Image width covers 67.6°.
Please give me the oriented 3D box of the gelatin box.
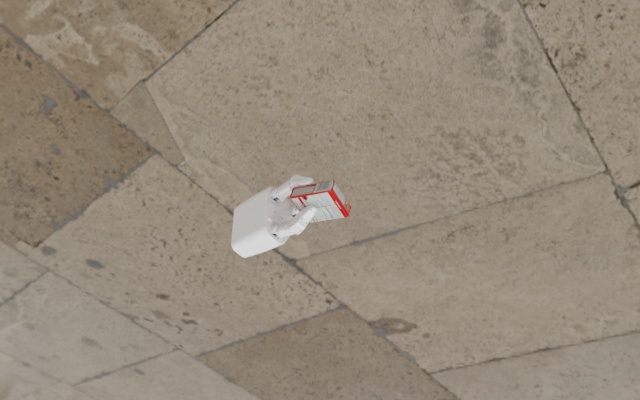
[{"bbox_3d":[0.000,0.003,0.862,0.089,0.030,0.073,-10,-47,30],"label":"gelatin box"}]
